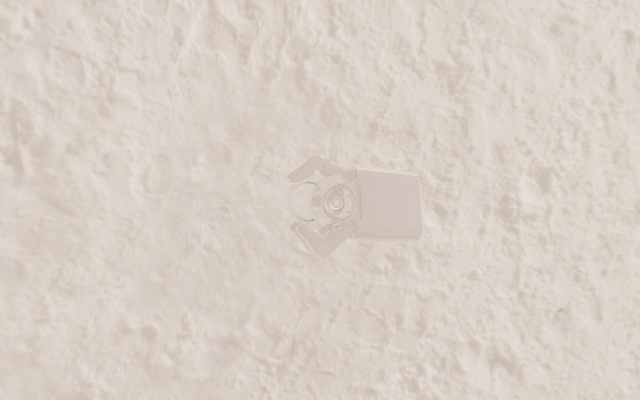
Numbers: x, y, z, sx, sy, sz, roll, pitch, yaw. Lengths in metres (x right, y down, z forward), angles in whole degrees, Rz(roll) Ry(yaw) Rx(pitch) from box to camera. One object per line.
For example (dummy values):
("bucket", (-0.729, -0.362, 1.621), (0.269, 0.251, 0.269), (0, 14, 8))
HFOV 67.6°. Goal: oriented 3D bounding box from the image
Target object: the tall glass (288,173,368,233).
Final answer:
("tall glass", (0.000, 0.002, 0.691), (0.079, 0.079, 0.201), (0, 1, -14))
